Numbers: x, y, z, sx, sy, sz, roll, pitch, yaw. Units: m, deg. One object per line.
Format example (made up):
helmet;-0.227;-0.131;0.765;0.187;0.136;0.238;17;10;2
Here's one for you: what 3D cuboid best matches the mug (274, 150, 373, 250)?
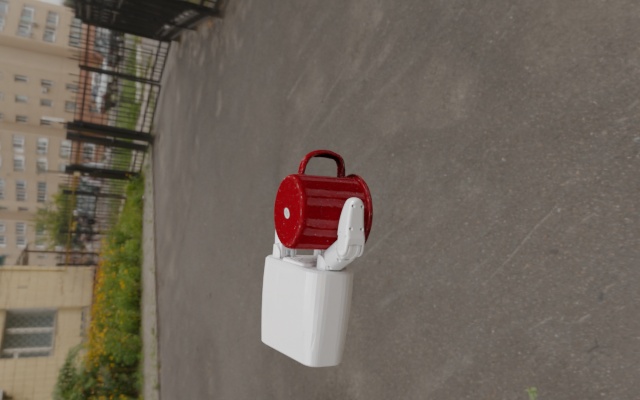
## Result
mug;0.000;0.000;0.531;0.081;0.117;0.093;4;1;-27
